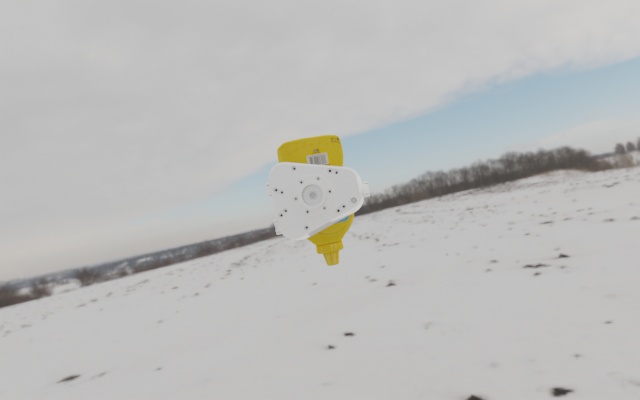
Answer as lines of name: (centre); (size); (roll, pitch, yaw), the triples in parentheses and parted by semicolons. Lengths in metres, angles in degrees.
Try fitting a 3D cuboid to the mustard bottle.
mustard bottle: (0.000, 0.002, 0.716); (0.096, 0.191, 0.058); (-11, -2, -21)
